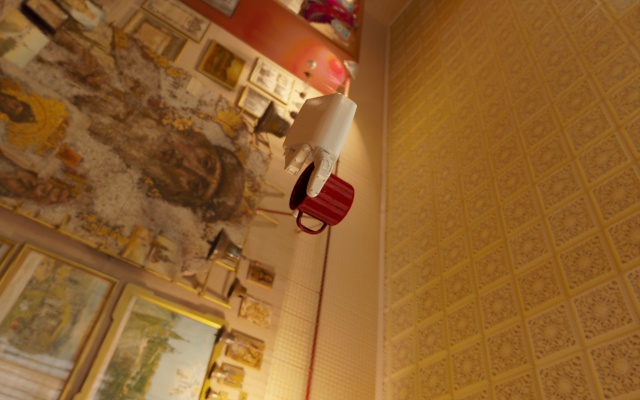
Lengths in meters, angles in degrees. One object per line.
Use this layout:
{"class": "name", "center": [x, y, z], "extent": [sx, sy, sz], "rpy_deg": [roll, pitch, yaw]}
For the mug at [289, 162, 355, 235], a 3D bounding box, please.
{"class": "mug", "center": [0.000, 0.004, 0.814], "extent": [0.081, 0.117, 0.093], "rpy_deg": [28, -17, -20]}
